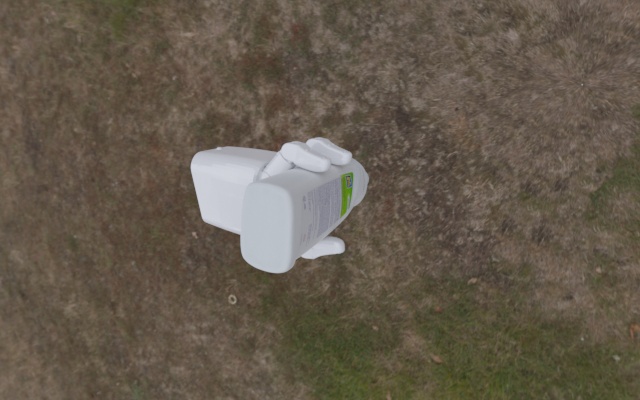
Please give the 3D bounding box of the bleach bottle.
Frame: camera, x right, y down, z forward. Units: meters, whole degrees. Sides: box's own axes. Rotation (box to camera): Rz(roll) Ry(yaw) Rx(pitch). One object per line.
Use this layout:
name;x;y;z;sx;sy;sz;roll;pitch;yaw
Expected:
bleach bottle;0.000;0.002;0.606;0.068;0.102;0.251;12;18;26
